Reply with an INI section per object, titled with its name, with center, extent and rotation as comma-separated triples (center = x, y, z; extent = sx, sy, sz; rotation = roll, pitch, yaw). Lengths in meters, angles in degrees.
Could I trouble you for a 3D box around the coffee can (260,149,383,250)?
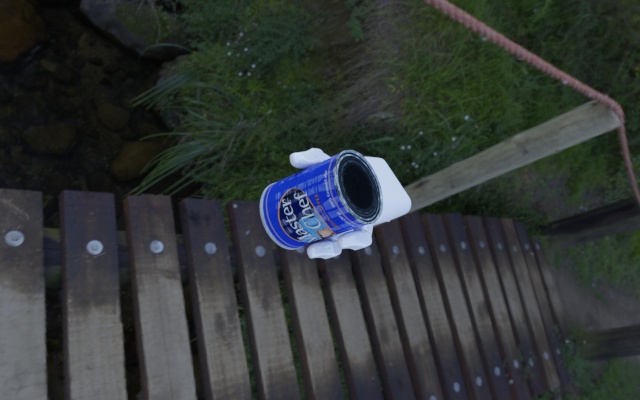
[coffee can]
center = 0.000, 0.002, 0.662
extent = 0.140, 0.102, 0.103
rotation = -22, -13, 37
